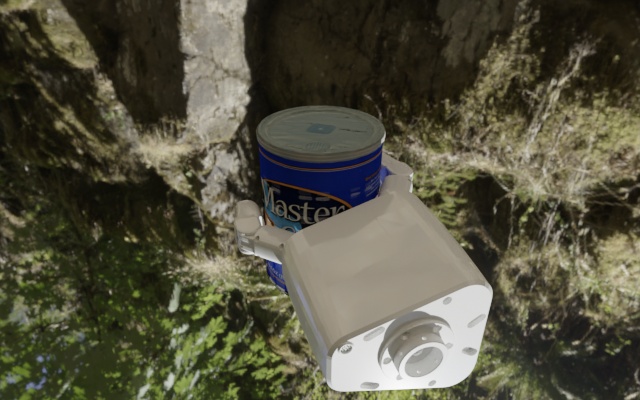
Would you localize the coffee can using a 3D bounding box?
[{"bbox_3d":[0.000,0.001,0.416,0.103,0.140,0.102,0,31,0],"label":"coffee can"}]
